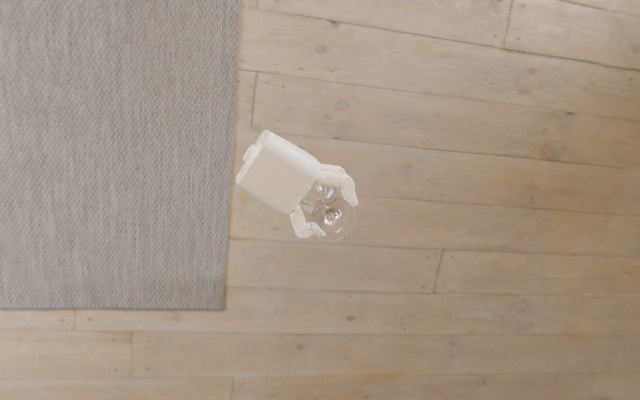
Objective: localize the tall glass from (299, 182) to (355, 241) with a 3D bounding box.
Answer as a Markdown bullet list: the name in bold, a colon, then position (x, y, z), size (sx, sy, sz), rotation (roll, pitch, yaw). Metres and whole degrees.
- **tall glass**: position (0.000, 0.003, 0.855), size (0.079, 0.079, 0.201), rotation (0, 16, -12)
